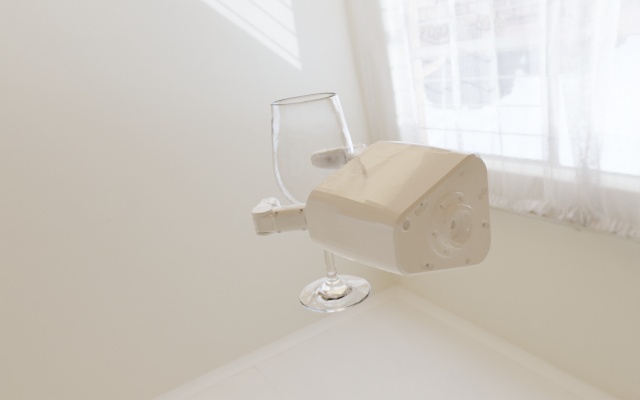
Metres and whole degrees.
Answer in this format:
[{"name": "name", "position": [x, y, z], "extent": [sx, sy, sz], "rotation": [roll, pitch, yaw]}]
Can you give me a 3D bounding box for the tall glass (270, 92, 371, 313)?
[{"name": "tall glass", "position": [0.000, 0.002, 0.461], "extent": [0.079, 0.201, 0.079], "rotation": [-9, 17, 3]}]
